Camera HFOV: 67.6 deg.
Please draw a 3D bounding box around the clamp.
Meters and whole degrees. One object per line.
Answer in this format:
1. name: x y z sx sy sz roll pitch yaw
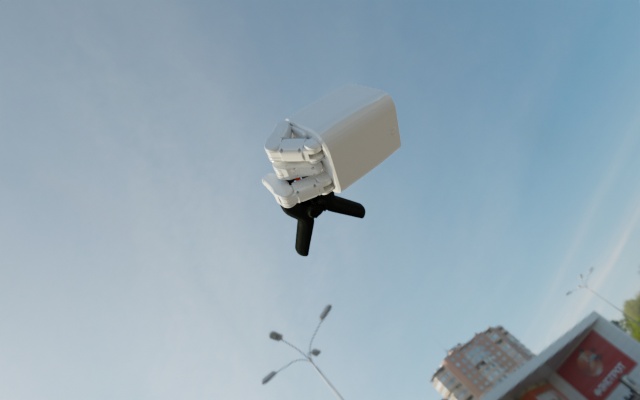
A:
1. clamp: 0.000 0.002 0.670 0.120 0.172 0.039 -33 51 -12
